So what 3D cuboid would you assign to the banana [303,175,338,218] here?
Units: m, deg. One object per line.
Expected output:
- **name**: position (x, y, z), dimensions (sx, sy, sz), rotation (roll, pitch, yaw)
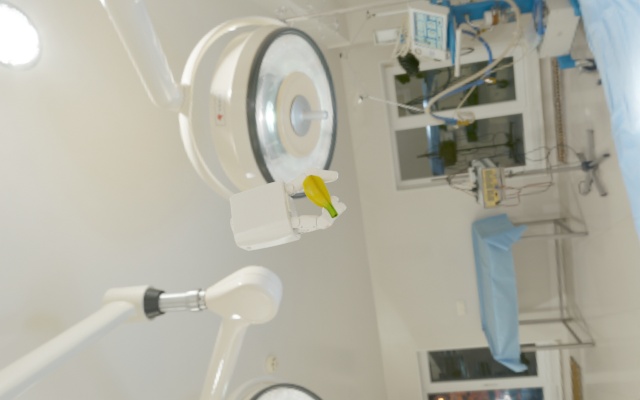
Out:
- **banana**: position (-0.007, -0.014, 0.838), dimensions (0.037, 0.069, 0.197), rotation (-23, 10, 0)
